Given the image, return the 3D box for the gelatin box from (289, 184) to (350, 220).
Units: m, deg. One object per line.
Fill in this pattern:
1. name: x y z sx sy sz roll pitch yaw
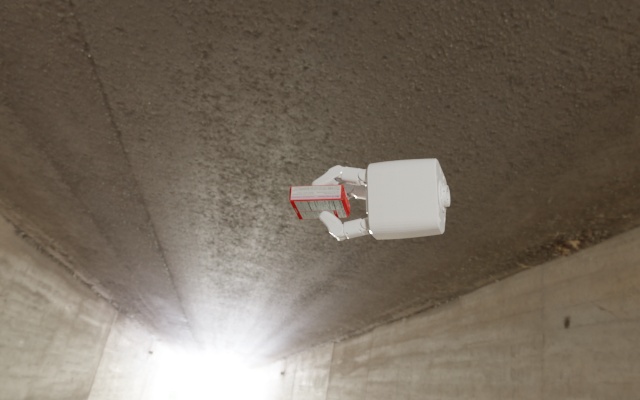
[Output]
1. gelatin box: 0.000 0.003 0.780 0.089 0.030 0.073 -3 -26 10
